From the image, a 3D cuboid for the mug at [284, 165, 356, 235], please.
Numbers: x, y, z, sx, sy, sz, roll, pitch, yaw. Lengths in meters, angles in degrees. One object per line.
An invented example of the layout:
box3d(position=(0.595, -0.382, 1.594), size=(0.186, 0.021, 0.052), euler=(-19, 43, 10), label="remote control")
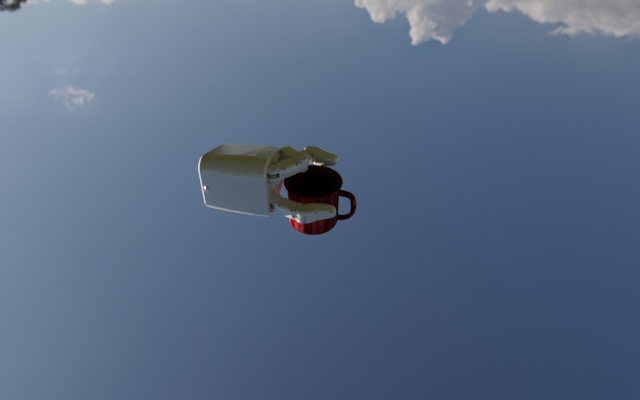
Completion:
box3d(position=(0.002, 0.003, 0.771), size=(0.117, 0.082, 0.093), euler=(8, 37, 10), label="mug")
